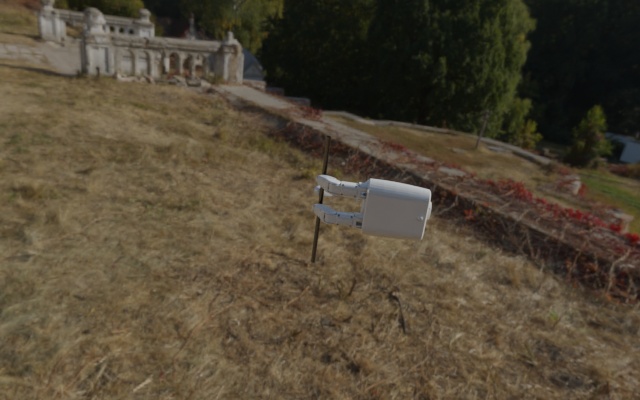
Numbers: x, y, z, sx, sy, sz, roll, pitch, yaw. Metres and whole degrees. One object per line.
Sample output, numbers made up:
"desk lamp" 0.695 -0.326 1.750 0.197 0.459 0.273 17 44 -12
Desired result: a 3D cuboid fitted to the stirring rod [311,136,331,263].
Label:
"stirring rod" 0.000 0.003 0.861 0.011 0.240 0.011 6 19 -2
